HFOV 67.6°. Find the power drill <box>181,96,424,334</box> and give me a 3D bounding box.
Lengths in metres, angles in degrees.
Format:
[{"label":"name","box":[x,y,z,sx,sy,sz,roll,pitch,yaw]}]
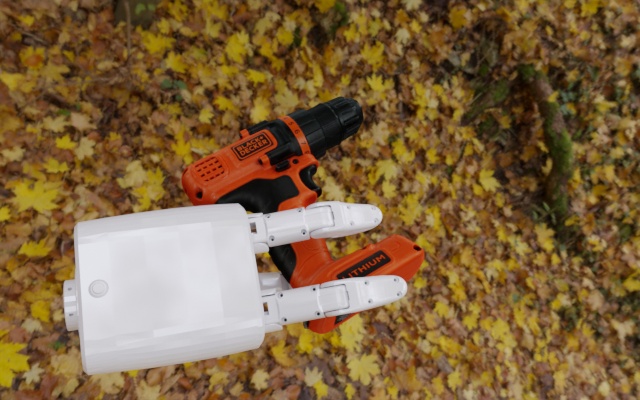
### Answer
[{"label":"power drill","box":[0.000,0.002,0.409,0.184,0.187,0.057,-30,-28,-17]}]
